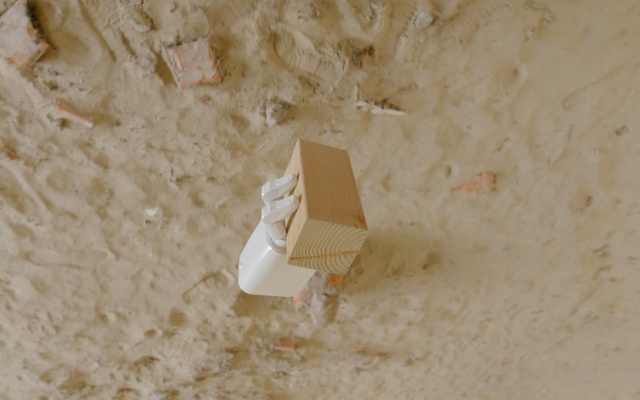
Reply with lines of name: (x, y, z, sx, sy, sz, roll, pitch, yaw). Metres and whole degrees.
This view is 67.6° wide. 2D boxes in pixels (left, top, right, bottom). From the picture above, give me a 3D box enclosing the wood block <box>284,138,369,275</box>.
wood block: (0.000, 0.003, 0.727, 0.091, 0.090, 0.206, 13, 35, -16)
